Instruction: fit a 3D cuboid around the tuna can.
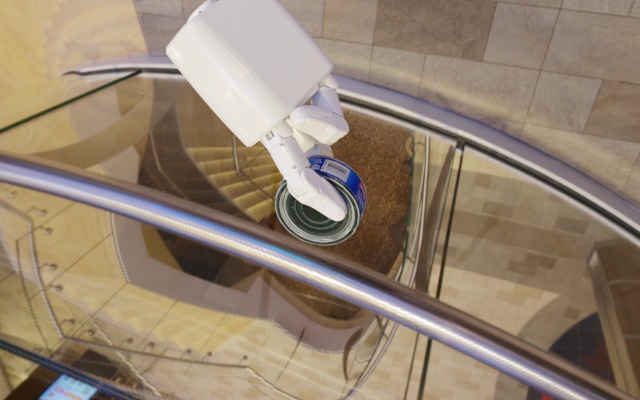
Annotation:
[{"bbox_3d":[0.000,0.002,0.462,0.086,0.086,0.033,0,34,17],"label":"tuna can"}]
